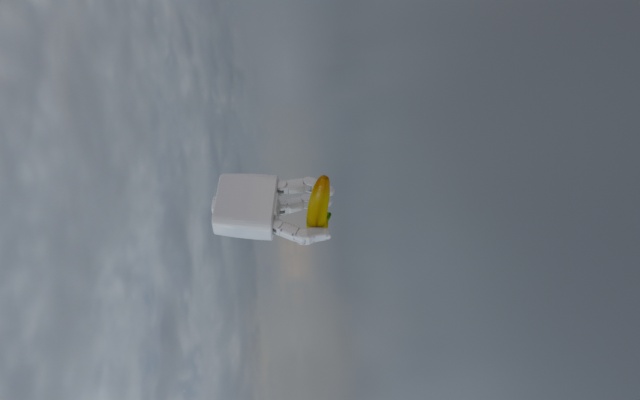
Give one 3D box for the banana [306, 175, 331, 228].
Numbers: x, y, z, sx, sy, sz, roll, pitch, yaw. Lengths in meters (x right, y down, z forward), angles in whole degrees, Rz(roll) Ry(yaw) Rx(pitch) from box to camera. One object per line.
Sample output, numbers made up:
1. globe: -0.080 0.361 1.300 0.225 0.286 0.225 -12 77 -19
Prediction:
1. banana: -0.004 0.021 0.846 0.037 0.069 0.198 11 -19 5
